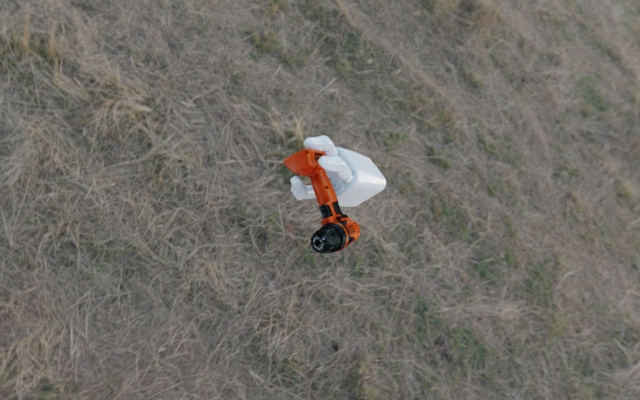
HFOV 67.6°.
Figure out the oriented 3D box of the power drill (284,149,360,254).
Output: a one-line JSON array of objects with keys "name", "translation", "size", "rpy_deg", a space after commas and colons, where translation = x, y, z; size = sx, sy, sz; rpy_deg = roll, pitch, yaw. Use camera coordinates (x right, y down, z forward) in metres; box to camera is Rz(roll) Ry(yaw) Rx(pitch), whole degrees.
[{"name": "power drill", "translation": [0.000, 0.002, 0.858], "size": [0.057, 0.187, 0.184], "rpy_deg": [-24, -5, 18]}]
